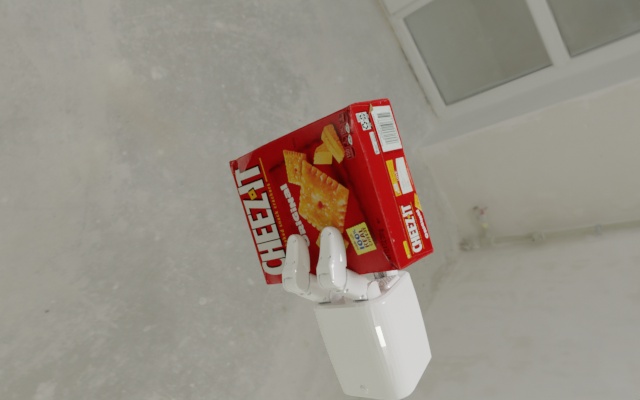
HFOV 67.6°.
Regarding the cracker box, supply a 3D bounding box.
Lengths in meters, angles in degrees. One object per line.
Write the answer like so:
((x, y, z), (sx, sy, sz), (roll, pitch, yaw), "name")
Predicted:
((0.000, 0.002, 0.532), (0.072, 0.164, 0.214), (-17, 1, -45), "cracker box")
